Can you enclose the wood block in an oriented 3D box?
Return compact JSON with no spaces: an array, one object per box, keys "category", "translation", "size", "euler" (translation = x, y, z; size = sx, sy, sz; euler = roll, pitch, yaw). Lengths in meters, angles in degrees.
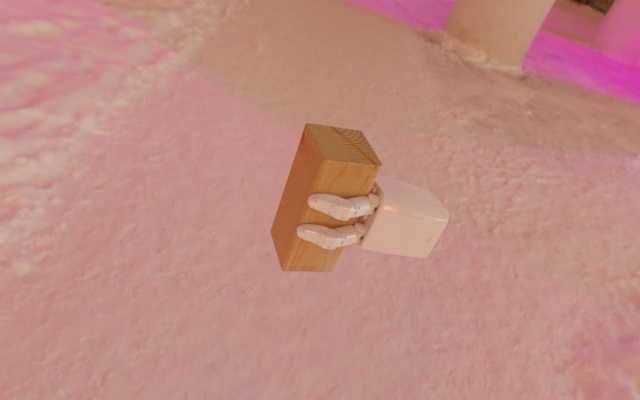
[{"category":"wood block","translation":[0.000,0.002,0.702],"size":[0.090,0.206,0.090],"euler":[4,38,-23]}]
